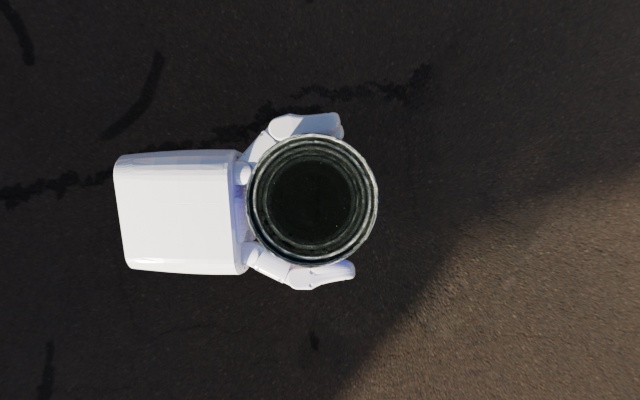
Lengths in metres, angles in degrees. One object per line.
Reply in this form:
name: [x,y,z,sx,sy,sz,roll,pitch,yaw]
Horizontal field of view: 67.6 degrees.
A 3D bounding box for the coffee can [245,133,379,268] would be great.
coffee can: [0.000,0.001,0.428,0.103,0.103,0.140,0,-1,6]
